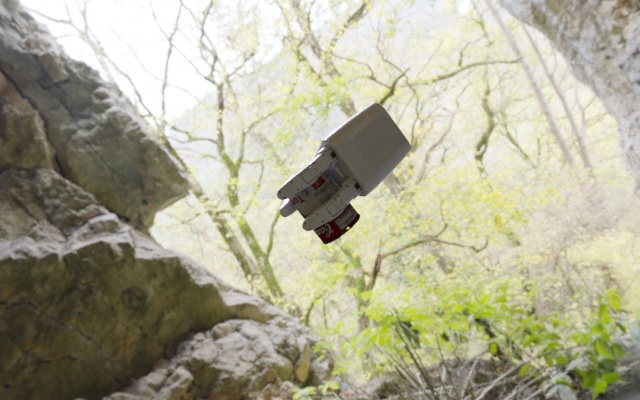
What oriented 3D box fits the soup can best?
[{"bbox_3d":[0.000,0.002,0.680,0.068,0.102,0.068,-37,9,7],"label":"soup can"}]
